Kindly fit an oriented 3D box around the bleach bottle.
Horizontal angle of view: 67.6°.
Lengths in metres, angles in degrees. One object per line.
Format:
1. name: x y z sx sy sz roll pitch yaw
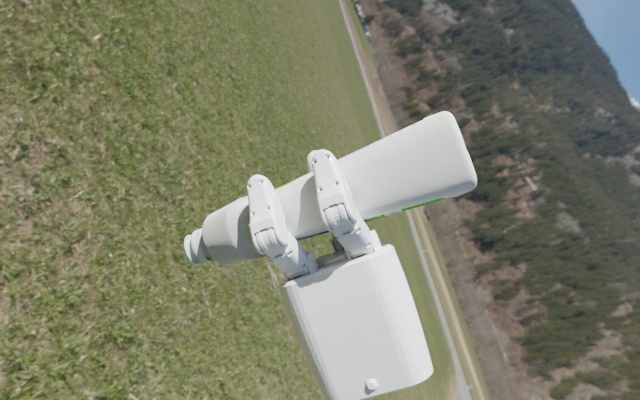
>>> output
1. bleach bottle: 0.000 0.001 0.412 0.251 0.068 0.102 -21 -1 14
